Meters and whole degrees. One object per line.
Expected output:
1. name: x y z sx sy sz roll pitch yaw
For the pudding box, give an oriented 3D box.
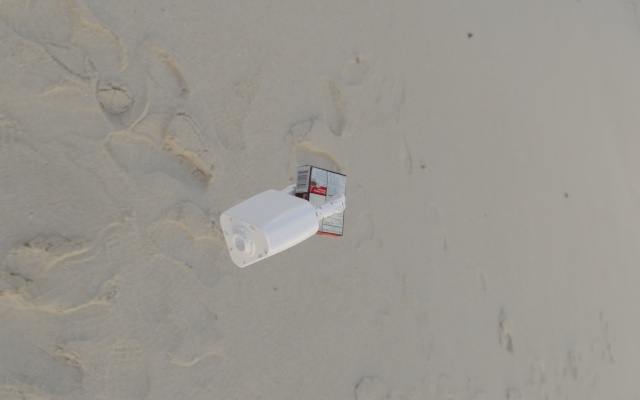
1. pudding box: 0.000 0.003 0.823 0.090 0.113 0.039 13 -10 -43
